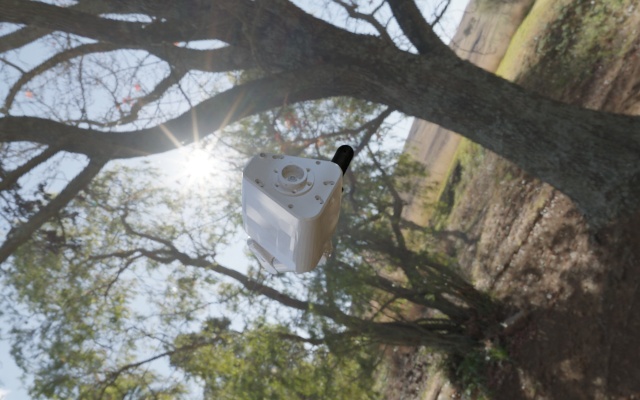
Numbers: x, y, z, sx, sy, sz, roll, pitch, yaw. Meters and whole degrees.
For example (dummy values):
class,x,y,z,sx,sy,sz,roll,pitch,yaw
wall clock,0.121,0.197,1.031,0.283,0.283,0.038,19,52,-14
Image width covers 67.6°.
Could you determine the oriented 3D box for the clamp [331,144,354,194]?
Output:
class,x,y,z,sx,sy,sz,roll,pitch,yaw
clamp,-0.001,0.002,0.670,0.039,0.171,0.120,22,-38,11
